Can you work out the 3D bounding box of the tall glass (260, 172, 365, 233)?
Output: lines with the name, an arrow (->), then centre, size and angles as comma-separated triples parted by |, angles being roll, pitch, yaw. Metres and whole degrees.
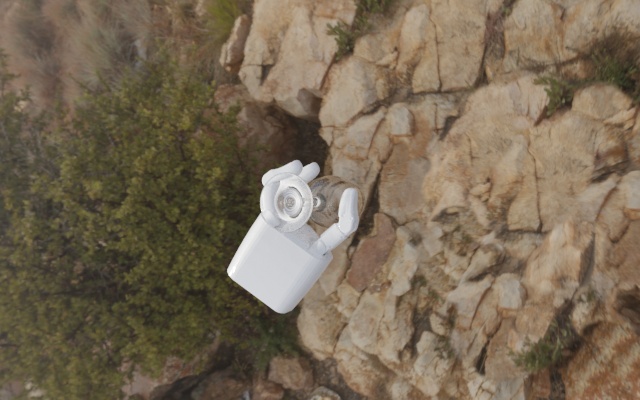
tall glass -> 0.000, 0.002, 0.674 | 0.079, 0.079, 0.201 | 0, 1, 26
